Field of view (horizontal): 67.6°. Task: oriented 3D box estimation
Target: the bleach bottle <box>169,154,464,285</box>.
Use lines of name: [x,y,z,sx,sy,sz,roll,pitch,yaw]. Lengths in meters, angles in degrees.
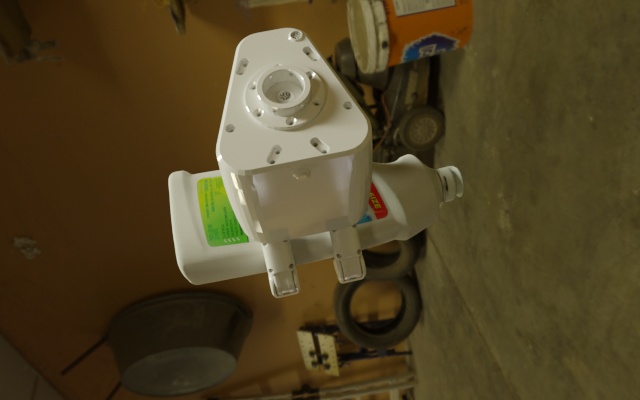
bleach bottle: [0.000,0.002,0.428,0.251,0.102,0.068,-12,-24,-4]
